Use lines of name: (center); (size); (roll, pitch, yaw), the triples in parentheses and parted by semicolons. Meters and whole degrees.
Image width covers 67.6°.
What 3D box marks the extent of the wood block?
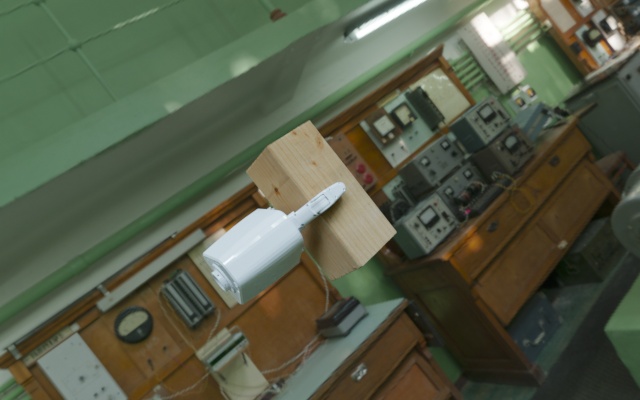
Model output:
wood block: (0.000, 0.002, 0.695); (0.090, 0.206, 0.091); (-38, 0, -36)
